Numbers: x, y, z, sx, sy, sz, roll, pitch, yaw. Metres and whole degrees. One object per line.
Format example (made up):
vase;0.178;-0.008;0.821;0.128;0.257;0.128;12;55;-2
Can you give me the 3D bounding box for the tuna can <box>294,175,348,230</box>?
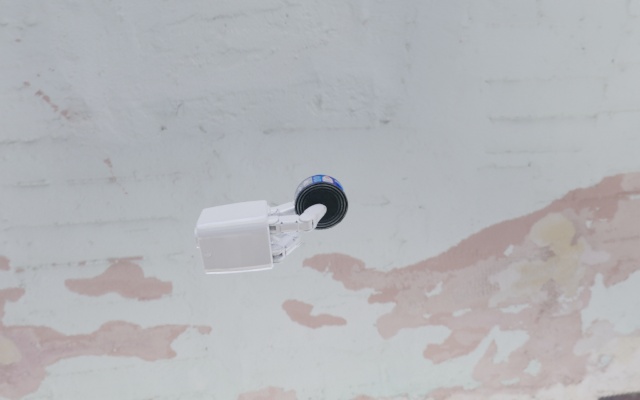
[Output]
tuna can;0.000;0.002;0.768;0.086;0.086;0.033;0;28;-6
